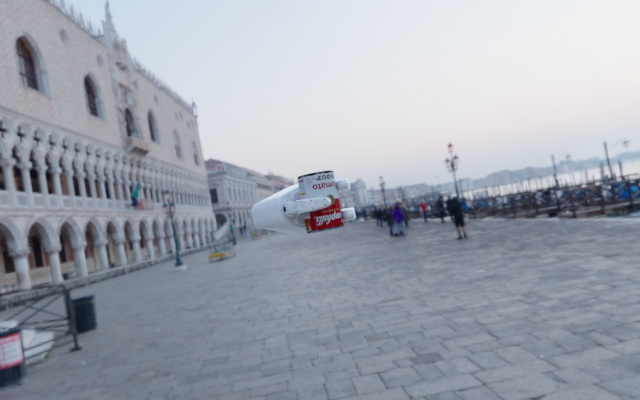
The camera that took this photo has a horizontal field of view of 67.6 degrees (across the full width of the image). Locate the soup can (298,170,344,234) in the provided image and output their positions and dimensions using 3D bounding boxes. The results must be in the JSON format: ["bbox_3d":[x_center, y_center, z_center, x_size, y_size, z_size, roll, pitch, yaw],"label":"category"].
[{"bbox_3d":[0.000,0.002,0.846,0.068,0.102,0.068,-10,-2,0],"label":"soup can"}]
